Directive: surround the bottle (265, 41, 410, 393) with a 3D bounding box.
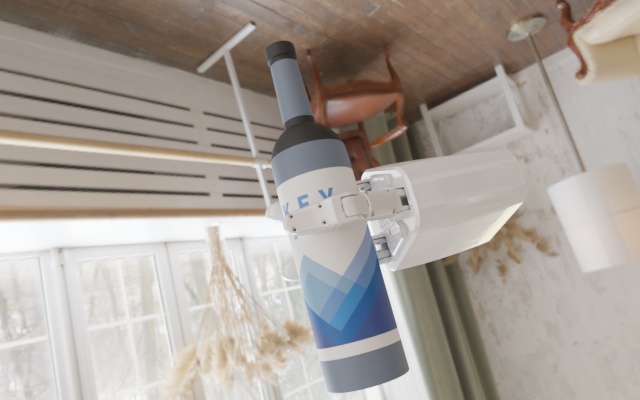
[{"bbox_3d":[0.000,0.002,0.403,0.069,0.295,0.069,-14,-12,-3],"label":"bottle"}]
